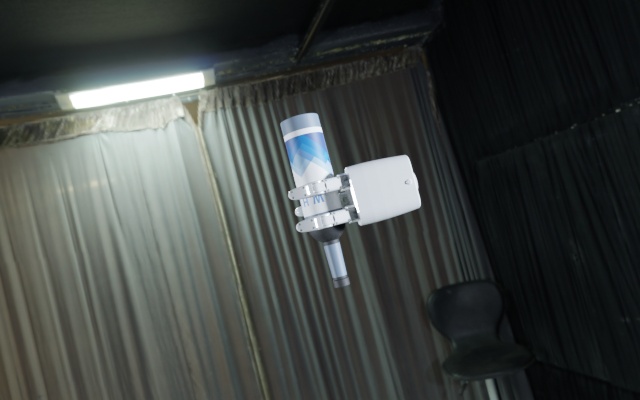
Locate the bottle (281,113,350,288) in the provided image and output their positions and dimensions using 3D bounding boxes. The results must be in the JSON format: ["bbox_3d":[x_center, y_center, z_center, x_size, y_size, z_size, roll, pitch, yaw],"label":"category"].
[{"bbox_3d":[0.000,0.002,0.815,0.069,0.295,0.069,-15,-3,-1],"label":"bottle"}]
